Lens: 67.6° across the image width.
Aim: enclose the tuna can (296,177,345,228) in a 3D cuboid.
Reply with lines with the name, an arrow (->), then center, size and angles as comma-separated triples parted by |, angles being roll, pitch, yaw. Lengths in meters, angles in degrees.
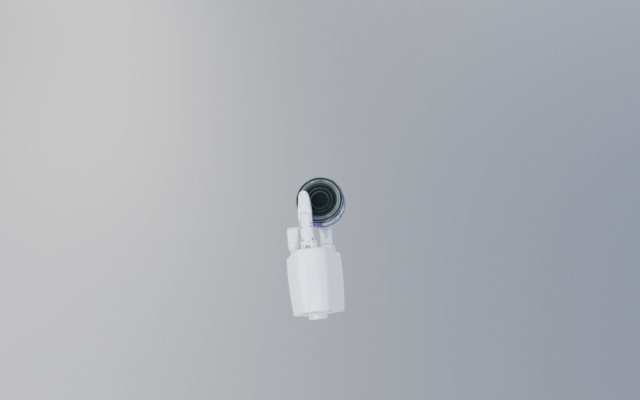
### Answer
tuna can -> 0.000, 0.003, 0.845 | 0.086, 0.086, 0.034 | 0, -17, 8
